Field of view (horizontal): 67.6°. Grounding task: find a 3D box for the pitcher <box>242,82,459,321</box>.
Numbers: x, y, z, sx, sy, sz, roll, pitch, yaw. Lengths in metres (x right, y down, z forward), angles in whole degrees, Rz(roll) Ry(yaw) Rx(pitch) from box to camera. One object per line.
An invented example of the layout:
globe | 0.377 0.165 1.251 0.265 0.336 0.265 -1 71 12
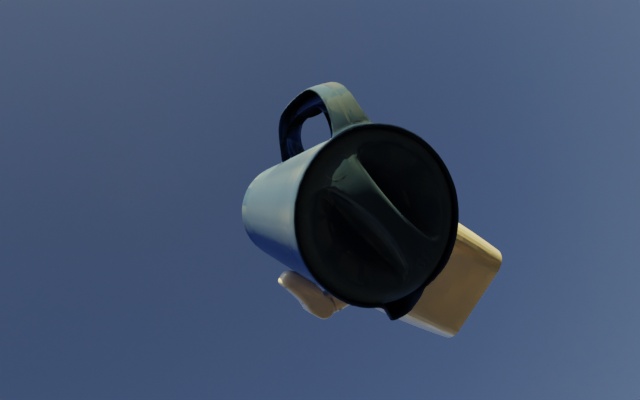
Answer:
pitcher | 0.000 0.002 0.445 0.145 0.149 0.243 26 -10 -19
